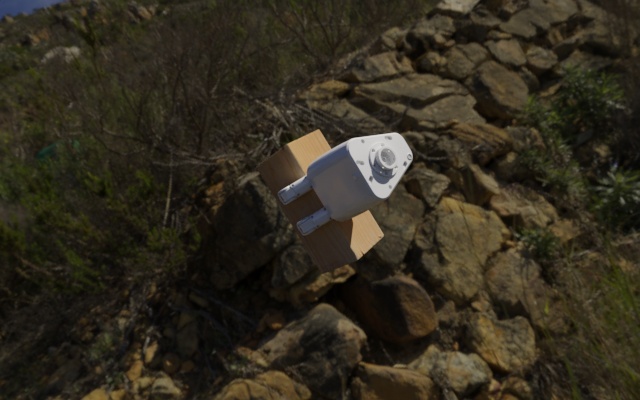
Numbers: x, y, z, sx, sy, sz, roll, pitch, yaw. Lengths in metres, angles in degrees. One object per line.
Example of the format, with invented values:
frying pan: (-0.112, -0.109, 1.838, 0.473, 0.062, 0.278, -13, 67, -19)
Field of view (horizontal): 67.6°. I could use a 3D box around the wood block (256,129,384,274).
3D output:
wood block: (0.000, 0.002, 0.781, 0.090, 0.206, 0.090, -29, 3, 44)
